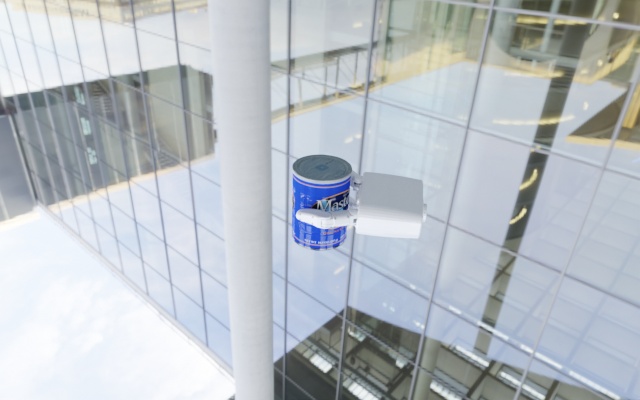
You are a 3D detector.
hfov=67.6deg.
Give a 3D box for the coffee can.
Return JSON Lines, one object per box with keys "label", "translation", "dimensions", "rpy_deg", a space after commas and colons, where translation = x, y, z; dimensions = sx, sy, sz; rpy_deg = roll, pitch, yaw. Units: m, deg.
{"label": "coffee can", "translation": [0.000, 0.003, 0.847], "dimensions": [0.103, 0.140, 0.102], "rpy_deg": [2, 30, -1]}
